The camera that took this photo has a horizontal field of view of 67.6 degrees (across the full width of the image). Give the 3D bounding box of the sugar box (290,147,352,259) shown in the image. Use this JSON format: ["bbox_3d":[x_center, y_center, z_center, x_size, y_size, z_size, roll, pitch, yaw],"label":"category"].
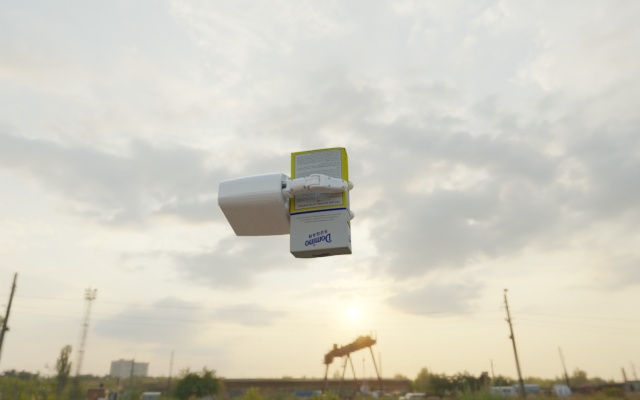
[{"bbox_3d":[0.000,0.003,0.764,0.093,0.176,0.048,-6,-23,12],"label":"sugar box"}]
